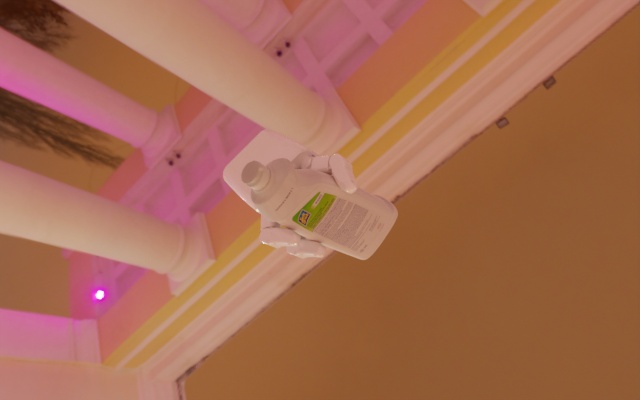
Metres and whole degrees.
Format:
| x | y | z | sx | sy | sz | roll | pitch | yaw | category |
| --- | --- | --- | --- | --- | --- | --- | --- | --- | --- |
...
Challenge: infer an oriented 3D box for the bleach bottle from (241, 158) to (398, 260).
| x | y | z | sx | sy | sz | roll | pitch | yaw | category |
| --- | --- | --- | --- | --- | --- | --- | --- | --- | --- |
| 0.000 | 0.002 | 0.636 | 0.251 | 0.102 | 0.068 | 29 | 5 | -46 | bleach bottle |
